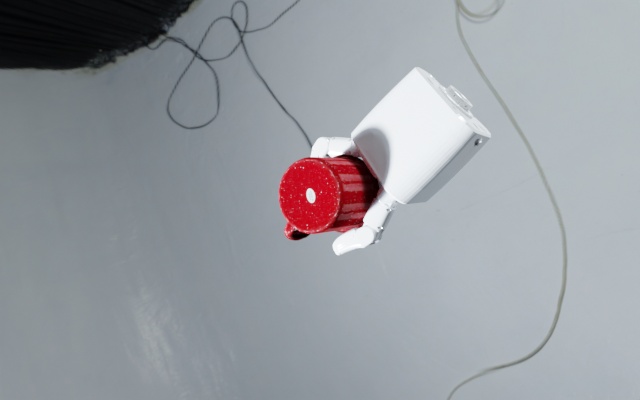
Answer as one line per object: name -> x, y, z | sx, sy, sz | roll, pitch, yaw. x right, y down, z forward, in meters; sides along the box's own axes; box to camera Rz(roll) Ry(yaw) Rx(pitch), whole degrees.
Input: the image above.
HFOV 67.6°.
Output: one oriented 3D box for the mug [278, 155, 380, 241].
mug -> -0.001, 0.003, 0.536 | 0.117, 0.093, 0.081 | -48, -21, 24
